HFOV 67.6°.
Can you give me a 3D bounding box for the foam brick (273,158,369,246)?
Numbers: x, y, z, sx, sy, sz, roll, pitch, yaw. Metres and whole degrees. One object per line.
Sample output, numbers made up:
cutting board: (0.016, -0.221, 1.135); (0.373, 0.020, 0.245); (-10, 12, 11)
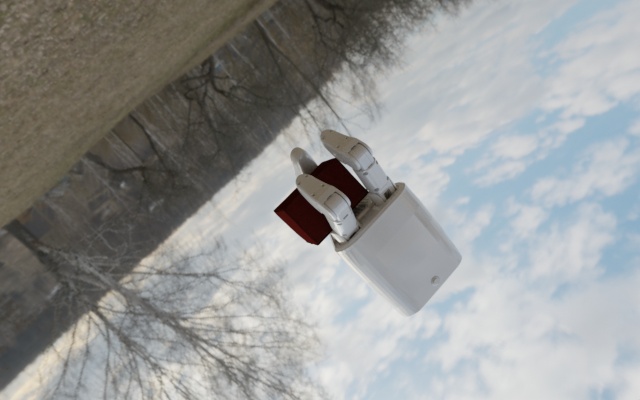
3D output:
foam brick: (0.000, 0.002, 0.492); (0.078, 0.051, 0.053); (-45, 11, -12)
